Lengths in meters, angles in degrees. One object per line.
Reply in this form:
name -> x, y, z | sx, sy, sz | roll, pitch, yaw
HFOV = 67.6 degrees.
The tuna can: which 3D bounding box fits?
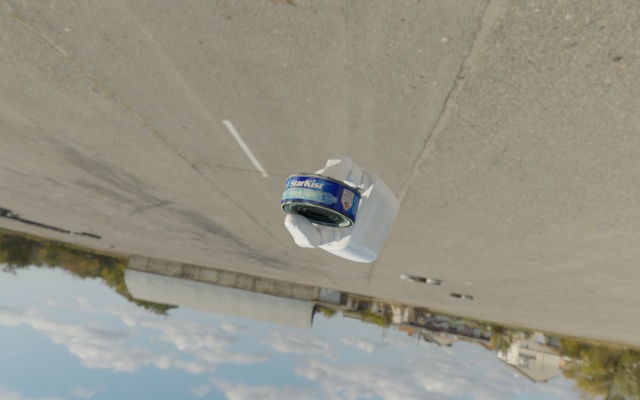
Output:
tuna can -> 0.000, 0.002, 0.528 | 0.086, 0.033, 0.086 | 13, -15, 4
